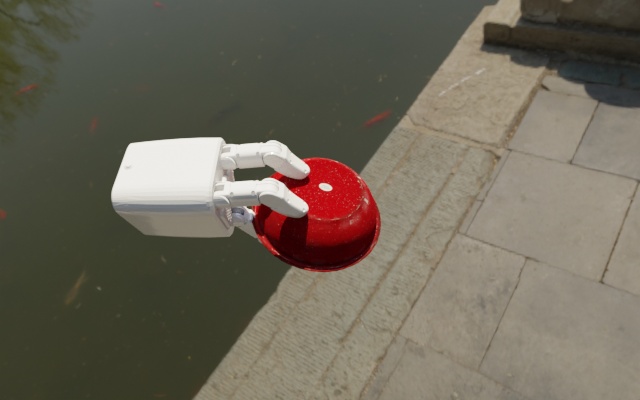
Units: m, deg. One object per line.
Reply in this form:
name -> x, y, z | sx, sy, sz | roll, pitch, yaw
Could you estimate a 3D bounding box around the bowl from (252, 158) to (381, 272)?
bowl -> 0.001, 0.001, 0.568 | 0.162, 0.162, 0.055 | 0, -37, -12
